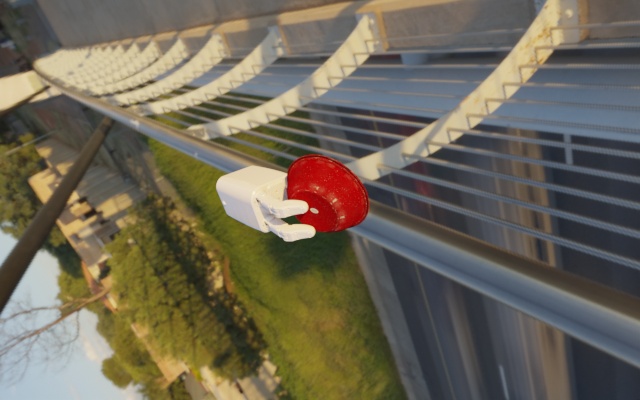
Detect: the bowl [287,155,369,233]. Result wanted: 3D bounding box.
[{"bbox_3d":[0.001,0.003,0.822,0.162,0.162,0.055,0,38,34],"label":"bowl"}]
